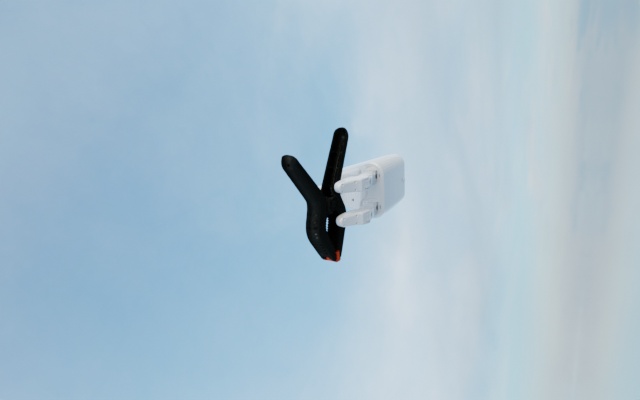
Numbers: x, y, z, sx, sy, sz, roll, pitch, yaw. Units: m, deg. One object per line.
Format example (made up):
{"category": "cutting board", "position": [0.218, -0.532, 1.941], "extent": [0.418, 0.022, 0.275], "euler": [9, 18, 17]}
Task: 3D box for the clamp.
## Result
{"category": "clamp", "position": [0.000, 0.003, 0.733], "extent": [0.036, 0.210, 0.164], "euler": [7, 18, 33]}
